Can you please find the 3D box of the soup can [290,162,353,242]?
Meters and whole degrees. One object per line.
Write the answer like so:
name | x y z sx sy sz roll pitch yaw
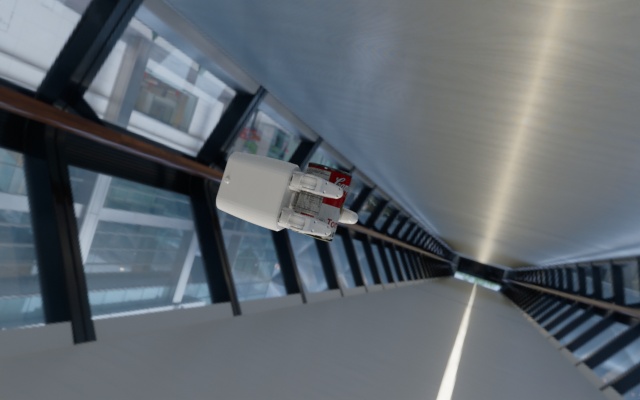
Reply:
soup can | 0.001 0.003 0.699 0.068 0.102 0.068 17 -1 0
